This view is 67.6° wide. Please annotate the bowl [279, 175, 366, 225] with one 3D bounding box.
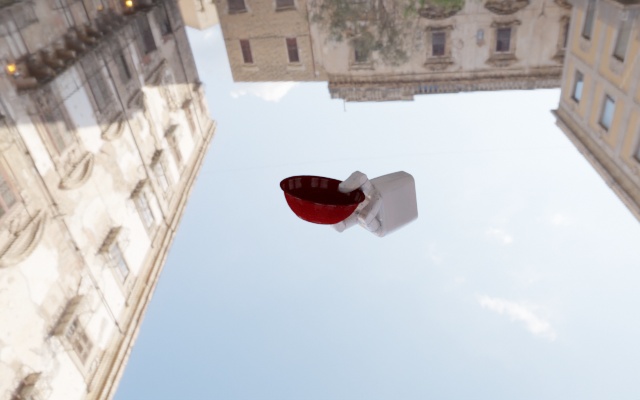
[{"bbox_3d":[-0.001,0.003,0.892,0.162,0.055,0.162,9,20,-3],"label":"bowl"}]
